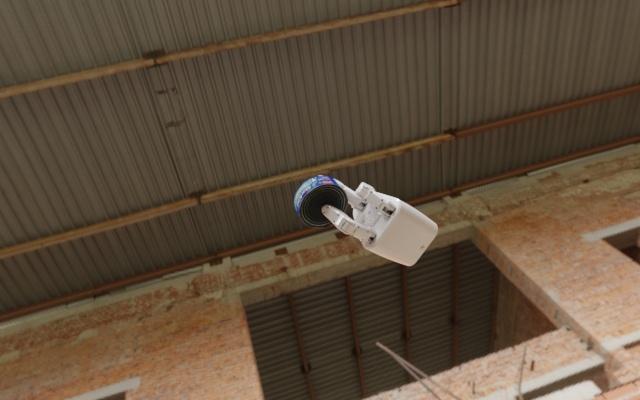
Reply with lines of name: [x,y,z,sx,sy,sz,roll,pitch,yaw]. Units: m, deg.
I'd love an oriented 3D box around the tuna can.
tuna can: [0.000,0.002,0.790,0.086,0.086,0.033,0,30,-24]
